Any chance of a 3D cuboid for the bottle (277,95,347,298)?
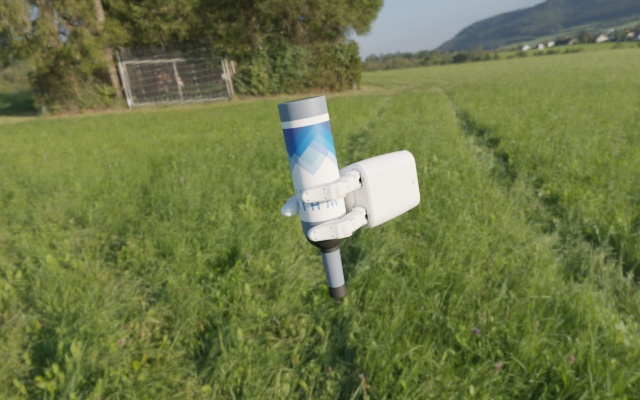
[{"bbox_3d":[0.000,0.002,0.690,0.069,0.296,0.069,-10,14,3],"label":"bottle"}]
